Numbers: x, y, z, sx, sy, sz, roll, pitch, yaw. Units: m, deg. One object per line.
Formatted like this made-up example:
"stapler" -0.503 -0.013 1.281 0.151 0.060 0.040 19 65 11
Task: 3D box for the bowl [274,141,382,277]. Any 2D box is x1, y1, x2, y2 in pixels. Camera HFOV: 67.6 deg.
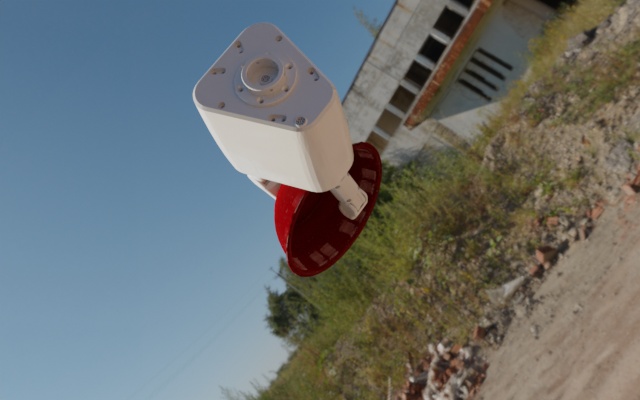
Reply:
"bowl" 0.000 0.002 0.530 0.055 0.162 0.162 29 15 30
